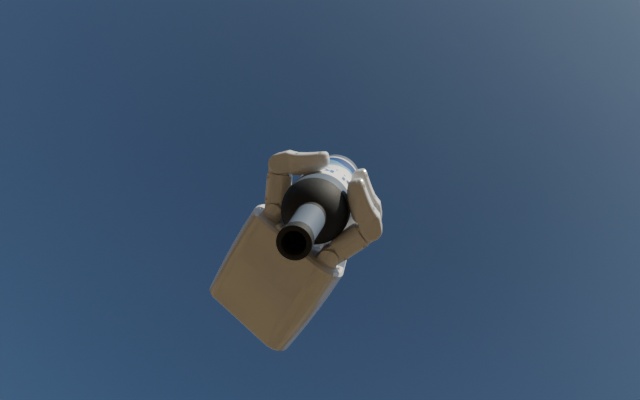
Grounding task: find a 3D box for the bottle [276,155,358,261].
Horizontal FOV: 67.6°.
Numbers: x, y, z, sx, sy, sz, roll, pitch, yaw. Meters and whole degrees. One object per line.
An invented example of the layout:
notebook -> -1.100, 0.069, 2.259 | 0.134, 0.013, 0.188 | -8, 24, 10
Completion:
bottle -> 0.000, 0.001, 0.493 | 0.069, 0.069, 0.295 | 0, 12, 8
